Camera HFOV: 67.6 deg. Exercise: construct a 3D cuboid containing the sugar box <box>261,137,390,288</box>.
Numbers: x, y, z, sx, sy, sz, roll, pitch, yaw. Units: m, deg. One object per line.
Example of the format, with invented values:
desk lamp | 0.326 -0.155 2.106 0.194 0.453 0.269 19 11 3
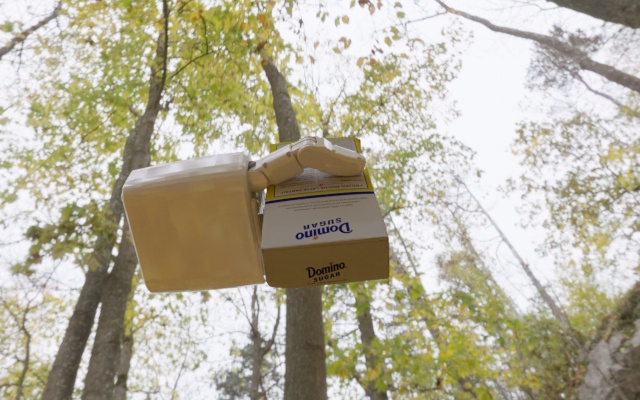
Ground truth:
sugar box | 0.000 0.002 0.415 0.093 0.048 0.176 -5 34 0
